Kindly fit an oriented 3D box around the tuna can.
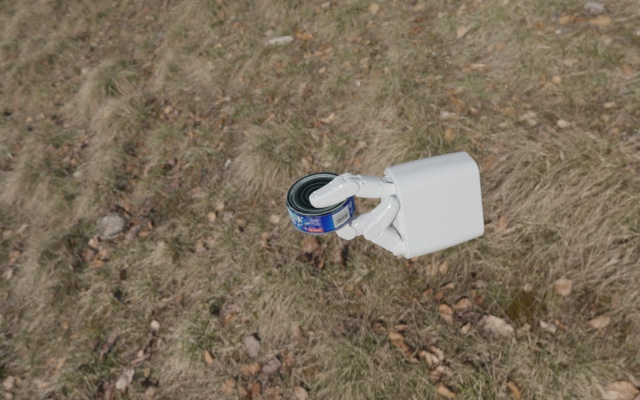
[{"bbox_3d":[0.000,0.002,0.604,0.086,0.034,0.086,-7,41,6],"label":"tuna can"}]
